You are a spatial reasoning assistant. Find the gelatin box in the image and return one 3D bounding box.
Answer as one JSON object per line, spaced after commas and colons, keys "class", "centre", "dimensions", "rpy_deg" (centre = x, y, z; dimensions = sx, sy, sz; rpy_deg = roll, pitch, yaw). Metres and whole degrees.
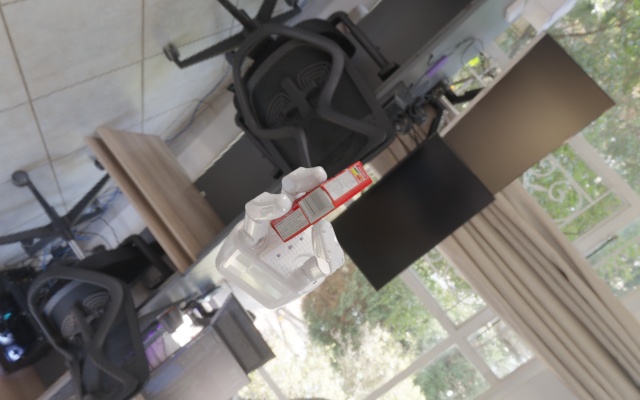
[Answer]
{"class": "gelatin box", "centre": [0.001, 0.002, 0.488], "dimensions": [0.089, 0.030, 0.073], "rpy_deg": [-35, -2, 42]}
